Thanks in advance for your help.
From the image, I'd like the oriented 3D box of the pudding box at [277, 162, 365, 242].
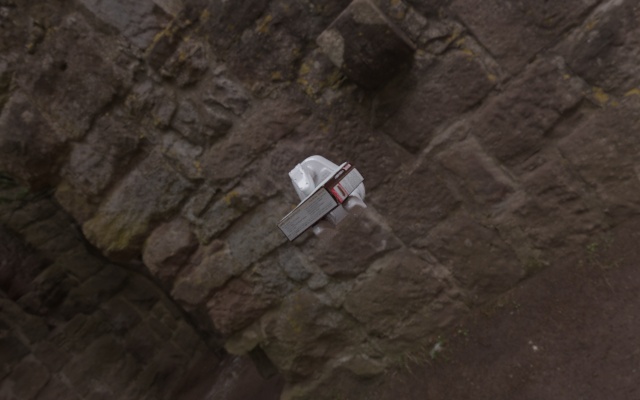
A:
[{"bbox_3d":[0.000,0.002,0.678,0.113,0.039,0.090,-42,2,38],"label":"pudding box"}]
